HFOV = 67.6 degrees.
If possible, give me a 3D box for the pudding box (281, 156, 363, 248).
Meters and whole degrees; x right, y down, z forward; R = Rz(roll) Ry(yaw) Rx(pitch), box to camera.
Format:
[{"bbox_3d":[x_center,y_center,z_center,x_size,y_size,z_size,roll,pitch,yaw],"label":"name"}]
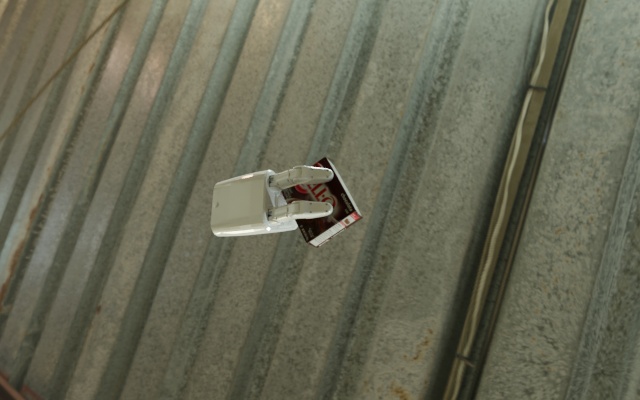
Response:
[{"bbox_3d":[0.000,0.002,0.730,0.090,0.113,0.039,-35,-29,11],"label":"pudding box"}]
